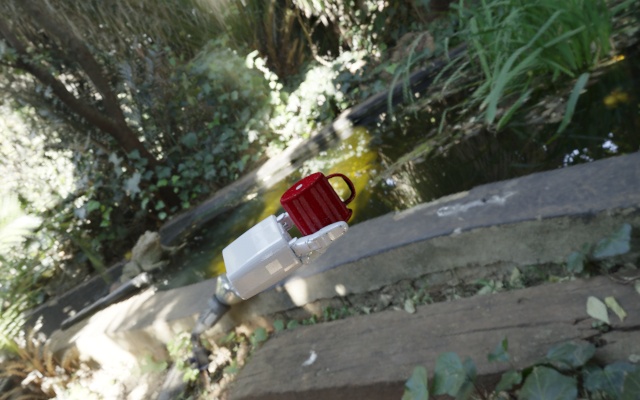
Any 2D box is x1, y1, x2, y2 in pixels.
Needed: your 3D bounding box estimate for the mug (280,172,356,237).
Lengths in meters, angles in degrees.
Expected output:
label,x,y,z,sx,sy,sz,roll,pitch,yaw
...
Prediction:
label,x,y,z,sx,sy,sz,roll,pitch,yaw
mug,0.001,0.001,0.747,0.117,0.081,0.093,-34,14,-1
